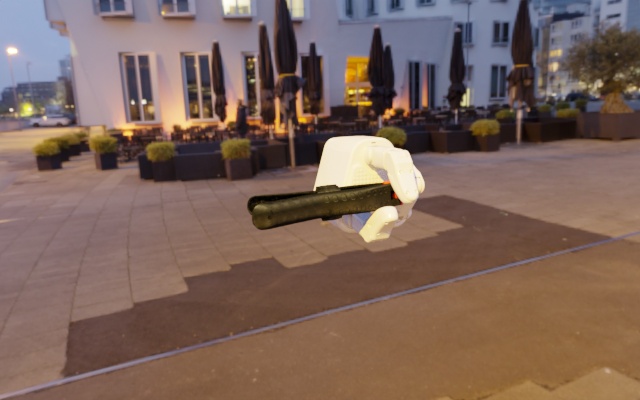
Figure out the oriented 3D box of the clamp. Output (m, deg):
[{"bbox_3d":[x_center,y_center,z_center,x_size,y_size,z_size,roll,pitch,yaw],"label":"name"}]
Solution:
[{"bbox_3d":[0.000,0.001,0.514,0.171,0.039,0.120,-6,12,-19],"label":"clamp"}]
